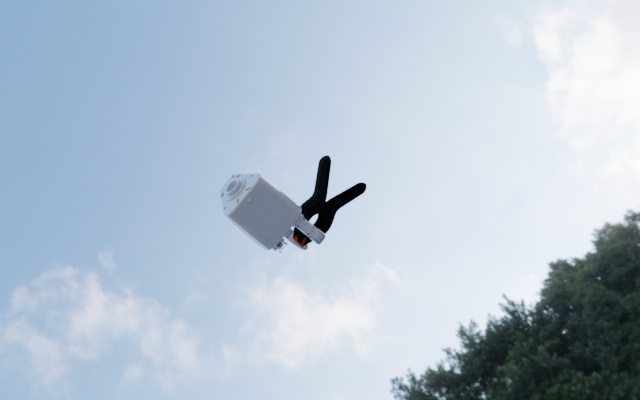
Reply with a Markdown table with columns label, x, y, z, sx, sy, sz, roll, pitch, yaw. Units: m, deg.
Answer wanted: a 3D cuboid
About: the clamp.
| label | x | y | z | sx | sy | sz | roll | pitch | yaw |
| --- | --- | --- | --- | --- | --- | --- | --- | --- | --- |
| clamp | 0.000 | 0.003 | 0.880 | 0.120 | 0.171 | 0.039 | 43 | -7 | -31 |
